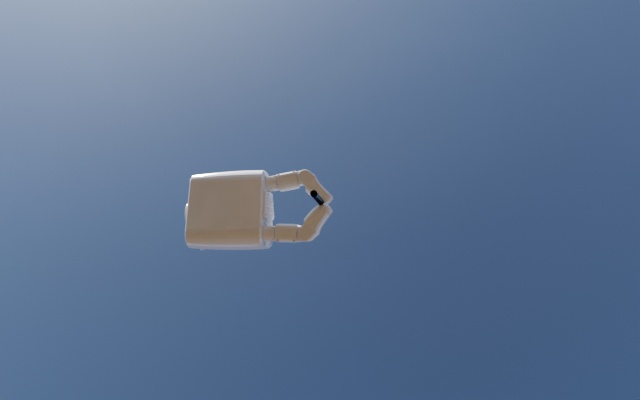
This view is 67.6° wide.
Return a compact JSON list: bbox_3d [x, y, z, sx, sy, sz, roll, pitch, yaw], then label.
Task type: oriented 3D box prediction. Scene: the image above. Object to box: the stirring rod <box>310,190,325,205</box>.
[{"bbox_3d":[0.000,0.002,0.633,0.011,0.011,0.239,0,-4,4],"label":"stirring rod"}]
